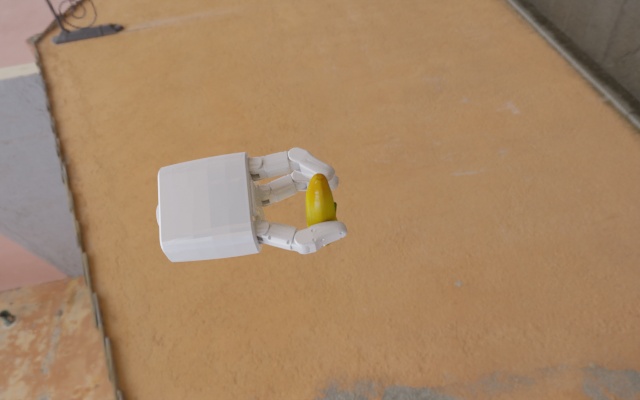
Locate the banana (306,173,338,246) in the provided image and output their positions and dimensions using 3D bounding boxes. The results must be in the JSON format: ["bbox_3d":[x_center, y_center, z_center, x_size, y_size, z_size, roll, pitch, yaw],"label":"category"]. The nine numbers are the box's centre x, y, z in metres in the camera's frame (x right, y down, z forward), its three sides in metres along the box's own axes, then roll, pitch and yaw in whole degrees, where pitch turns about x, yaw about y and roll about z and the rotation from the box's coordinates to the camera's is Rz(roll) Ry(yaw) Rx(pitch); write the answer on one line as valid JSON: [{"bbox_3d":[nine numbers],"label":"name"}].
[{"bbox_3d":[0.002,0.021,0.595,0.037,0.069,0.198,-6,-10,3],"label":"banana"}]
